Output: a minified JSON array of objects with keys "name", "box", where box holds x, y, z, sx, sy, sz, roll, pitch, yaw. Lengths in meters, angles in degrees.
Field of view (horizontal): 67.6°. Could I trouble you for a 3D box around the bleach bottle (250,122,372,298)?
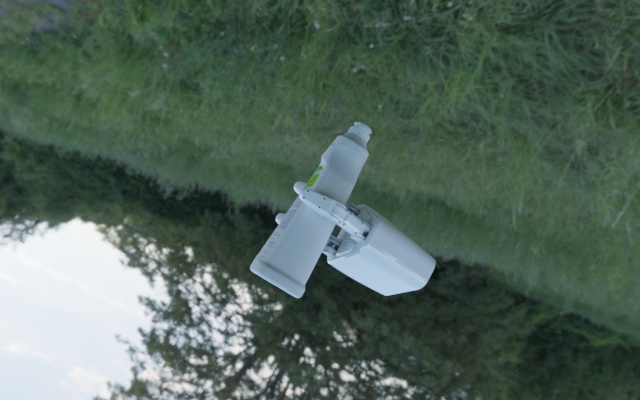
[{"name":"bleach bottle","box":[0.000,0.002,0.644,0.068,0.251,0.102,34,-11,-15]}]
